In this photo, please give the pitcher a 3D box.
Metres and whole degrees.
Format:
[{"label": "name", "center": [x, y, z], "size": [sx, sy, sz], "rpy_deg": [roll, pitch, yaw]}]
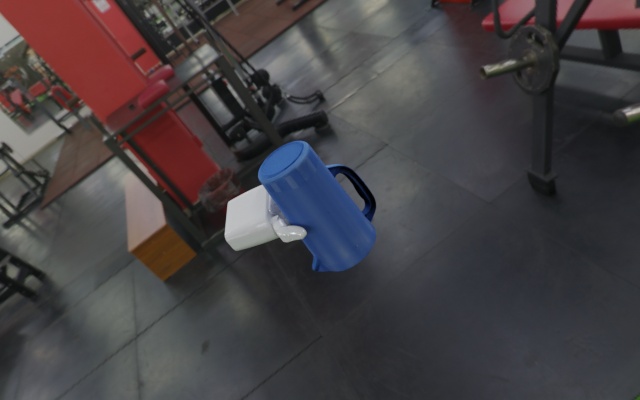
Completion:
[{"label": "pitcher", "center": [0.000, 0.003, 0.896], "size": [0.145, 0.243, 0.149], "rpy_deg": [-21, 34, 24]}]
